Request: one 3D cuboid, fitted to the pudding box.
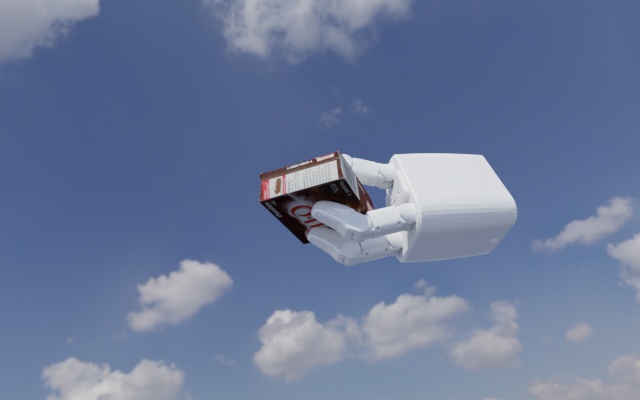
[{"bbox_3d":[0.000,0.001,0.503,0.090,0.039,0.113,-16,-35,16],"label":"pudding box"}]
